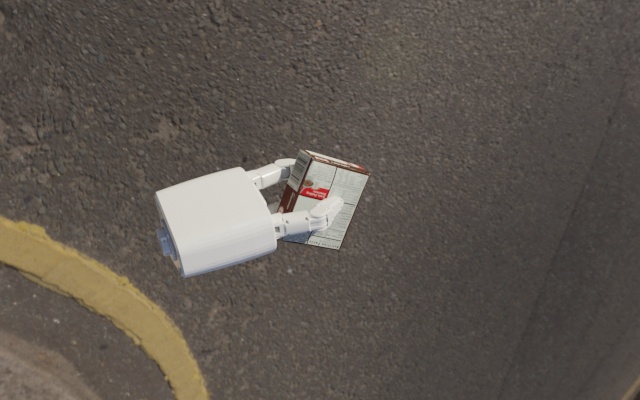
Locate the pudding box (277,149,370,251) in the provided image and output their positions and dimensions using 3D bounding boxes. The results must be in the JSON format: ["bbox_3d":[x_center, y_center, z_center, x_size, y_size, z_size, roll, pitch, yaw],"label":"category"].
[{"bbox_3d":[0.000,0.002,0.596,0.090,0.113,0.039,13,17,-32],"label":"pudding box"}]
